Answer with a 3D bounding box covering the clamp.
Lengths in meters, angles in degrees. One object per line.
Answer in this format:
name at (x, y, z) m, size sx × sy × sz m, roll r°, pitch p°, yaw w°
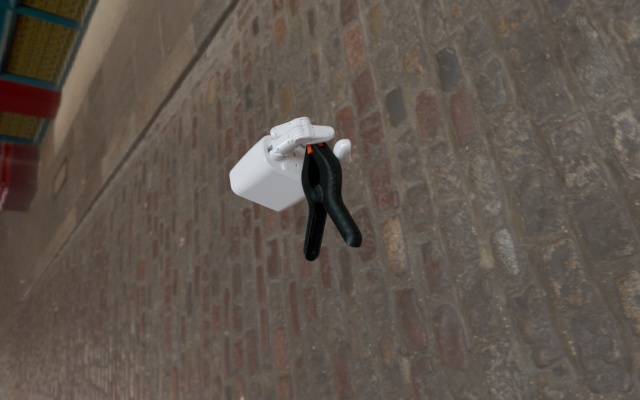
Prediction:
clamp at (0.000, 0.002, 0.674) m, size 0.039 × 0.171 × 0.120 m, roll 7°, pitch -28°, yaw -39°
